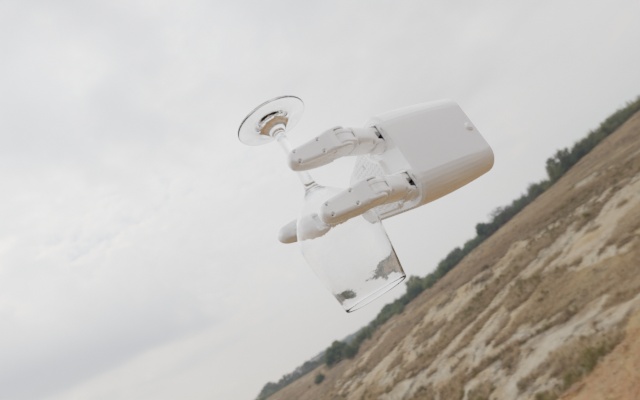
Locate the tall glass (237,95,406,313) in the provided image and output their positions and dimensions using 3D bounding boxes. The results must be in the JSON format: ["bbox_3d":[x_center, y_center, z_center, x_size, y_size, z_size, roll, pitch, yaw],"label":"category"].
[{"bbox_3d":[0.000,0.001,0.447,0.079,0.201,0.079,-28,-18,-10],"label":"tall glass"}]
